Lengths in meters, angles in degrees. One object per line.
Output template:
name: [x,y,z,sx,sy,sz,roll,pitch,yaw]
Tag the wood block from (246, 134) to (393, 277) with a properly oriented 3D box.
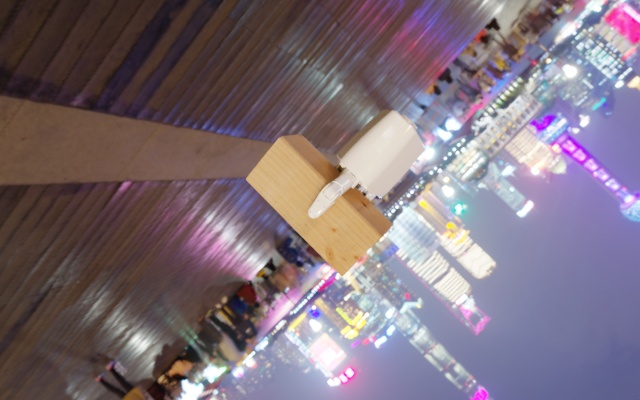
wood block: [0.000,0.002,0.730,0.090,0.206,0.091,-48,-8,20]
